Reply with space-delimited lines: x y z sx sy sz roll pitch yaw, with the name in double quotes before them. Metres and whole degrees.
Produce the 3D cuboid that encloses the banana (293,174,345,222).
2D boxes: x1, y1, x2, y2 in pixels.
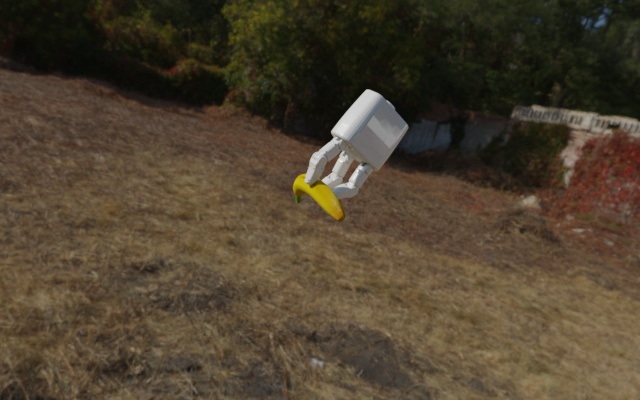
"banana" -0.009 -0.013 0.894 0.037 0.070 0.197 -32 22 -15
